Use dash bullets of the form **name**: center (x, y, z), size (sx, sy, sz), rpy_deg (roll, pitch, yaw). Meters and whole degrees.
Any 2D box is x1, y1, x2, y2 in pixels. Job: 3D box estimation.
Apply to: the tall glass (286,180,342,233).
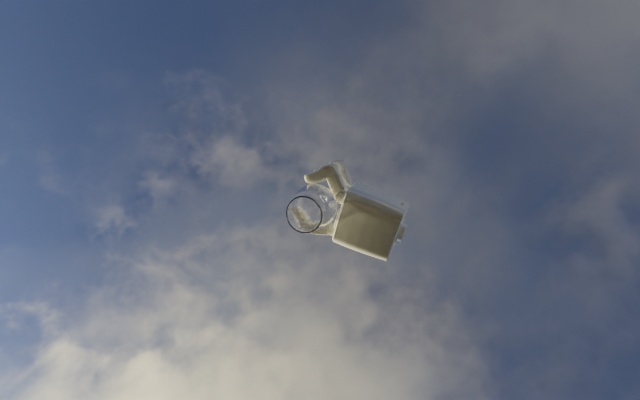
- **tall glass**: center (0.000, 0.003, 0.858), size (0.079, 0.079, 0.201), rpy_deg (0, 12, 16)
